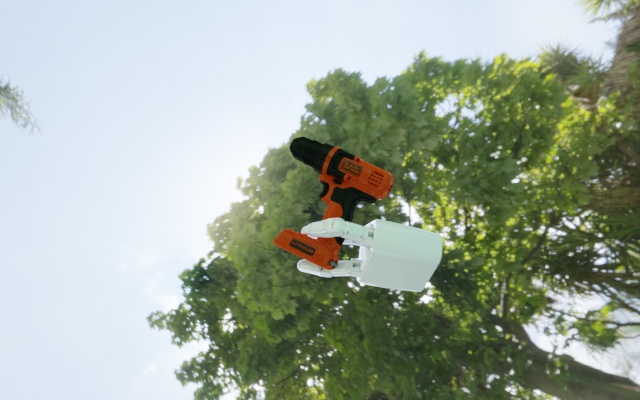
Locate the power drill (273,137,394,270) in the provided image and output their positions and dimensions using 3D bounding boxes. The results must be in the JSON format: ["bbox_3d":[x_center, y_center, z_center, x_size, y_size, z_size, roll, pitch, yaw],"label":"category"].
[{"bbox_3d":[0.000,0.003,0.765,0.184,0.187,0.057,25,-6,18],"label":"power drill"}]
